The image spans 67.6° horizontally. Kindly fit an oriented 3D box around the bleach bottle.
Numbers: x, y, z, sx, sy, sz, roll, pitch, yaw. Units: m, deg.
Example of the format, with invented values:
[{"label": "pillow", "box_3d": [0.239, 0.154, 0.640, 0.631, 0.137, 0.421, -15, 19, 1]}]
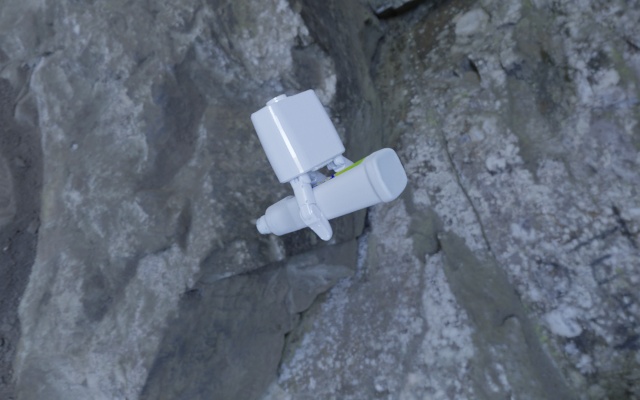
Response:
[{"label": "bleach bottle", "box_3d": [0.000, 0.002, 0.719, 0.251, 0.068, 0.102, -23, 6, 30]}]
